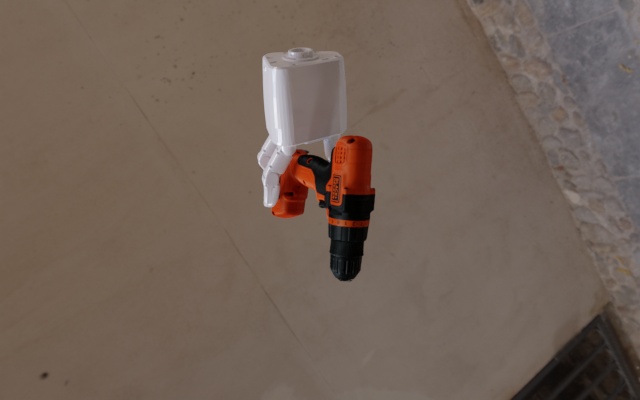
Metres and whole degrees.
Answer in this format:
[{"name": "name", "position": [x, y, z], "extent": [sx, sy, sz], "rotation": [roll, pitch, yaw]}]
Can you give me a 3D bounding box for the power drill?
[{"name": "power drill", "position": [0.000, 0.002, 0.655], "extent": [0.057, 0.184, 0.187], "rotation": [1, 7, -36]}]
